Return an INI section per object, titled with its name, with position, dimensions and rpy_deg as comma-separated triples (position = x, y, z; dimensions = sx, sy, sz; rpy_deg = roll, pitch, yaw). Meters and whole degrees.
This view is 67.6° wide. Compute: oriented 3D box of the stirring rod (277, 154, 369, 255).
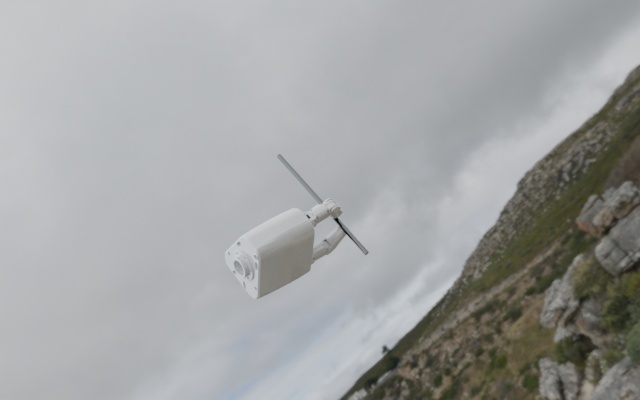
[stirring rod]
position = 0.000, 0.003, 0.818
dimensions = 0.239, 0.011, 0.011
rpy_deg = 48, 21, 20
